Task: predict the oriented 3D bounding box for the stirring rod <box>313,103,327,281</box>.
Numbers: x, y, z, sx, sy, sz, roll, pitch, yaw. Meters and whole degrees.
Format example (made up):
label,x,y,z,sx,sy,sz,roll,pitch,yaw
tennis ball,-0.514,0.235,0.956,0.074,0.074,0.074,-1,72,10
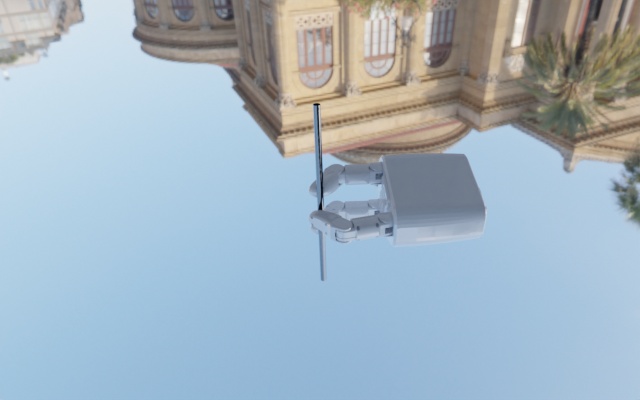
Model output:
label,x,y,z,sx,sy,sz,roll,pitch,yaw
stirring rod,0.000,0.002,0.557,0.011,0.240,0.011,-2,33,1
